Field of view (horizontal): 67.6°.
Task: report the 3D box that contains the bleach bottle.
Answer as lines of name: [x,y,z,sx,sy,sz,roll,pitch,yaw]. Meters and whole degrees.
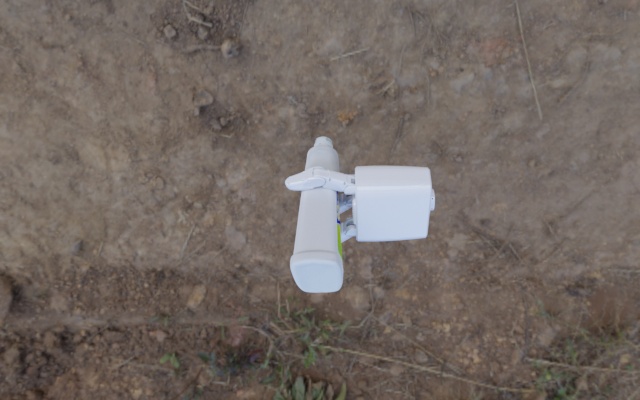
bleach bottle: [0.000,0.002,0.707,0.068,0.250,0.103,-2,-35,6]
